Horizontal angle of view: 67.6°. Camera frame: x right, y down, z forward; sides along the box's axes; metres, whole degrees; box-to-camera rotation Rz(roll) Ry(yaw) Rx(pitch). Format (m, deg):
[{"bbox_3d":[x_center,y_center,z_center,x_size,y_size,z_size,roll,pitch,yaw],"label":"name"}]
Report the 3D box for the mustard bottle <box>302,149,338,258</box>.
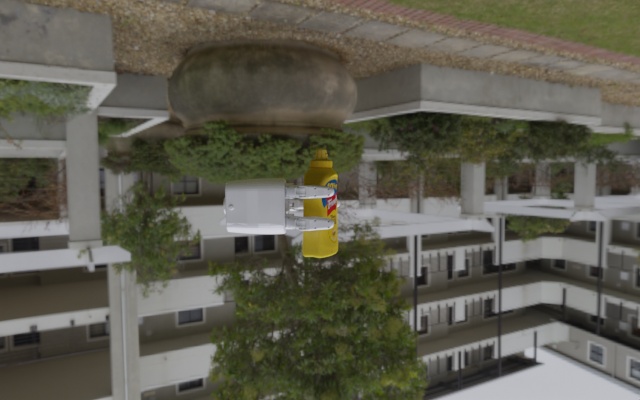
[{"bbox_3d":[0.000,0.003,0.869,0.058,0.191,0.096,1,4,23],"label":"mustard bottle"}]
